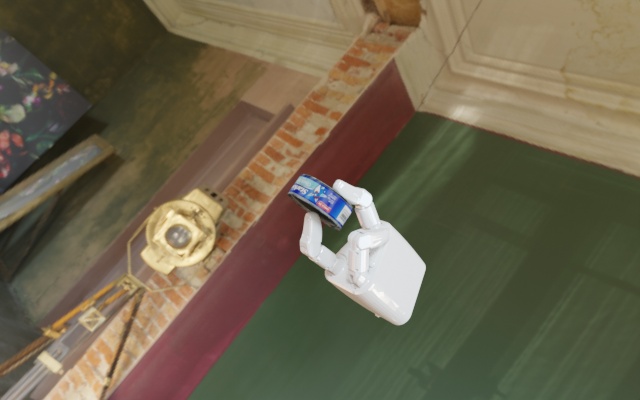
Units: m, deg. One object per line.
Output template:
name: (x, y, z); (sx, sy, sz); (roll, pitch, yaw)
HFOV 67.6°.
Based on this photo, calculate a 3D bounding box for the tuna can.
tuna can: (0.000, 0.002, 0.636); (0.086, 0.033, 0.086); (34, -9, 6)
